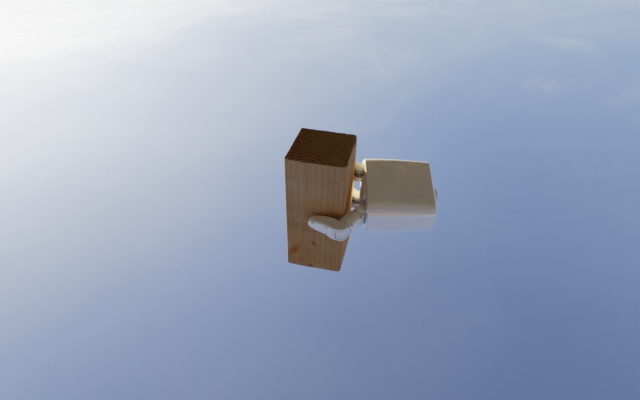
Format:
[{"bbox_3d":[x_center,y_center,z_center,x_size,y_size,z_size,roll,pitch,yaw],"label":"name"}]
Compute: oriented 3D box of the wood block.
[{"bbox_3d":[0.000,0.003,0.746,0.090,0.206,0.090,9,39,10],"label":"wood block"}]
